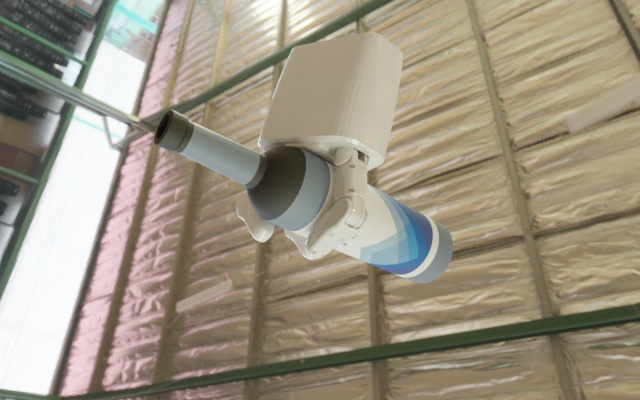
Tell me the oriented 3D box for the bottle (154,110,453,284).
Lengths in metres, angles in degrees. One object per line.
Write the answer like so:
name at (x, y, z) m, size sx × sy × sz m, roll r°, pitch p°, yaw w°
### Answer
bottle at (0.000, 0.002, 0.415) m, size 0.296 × 0.069 × 0.069 m, roll 26°, pitch -15°, yaw -34°
